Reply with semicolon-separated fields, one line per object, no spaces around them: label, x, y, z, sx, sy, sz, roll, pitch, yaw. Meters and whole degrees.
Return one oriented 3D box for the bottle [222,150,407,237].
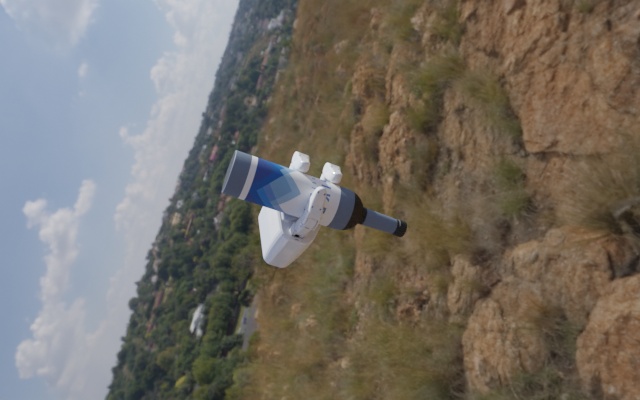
bottle;0.000;0.002;0.738;0.296;0.069;0.069;18;-5;-16
